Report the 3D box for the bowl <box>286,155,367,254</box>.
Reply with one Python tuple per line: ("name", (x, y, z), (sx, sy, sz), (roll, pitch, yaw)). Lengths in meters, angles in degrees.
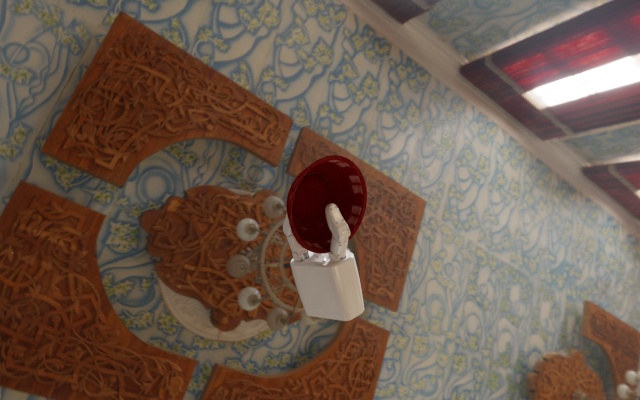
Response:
("bowl", (0.000, 0.001, 0.786), (0.162, 0.162, 0.055), (0, 12, -39))
